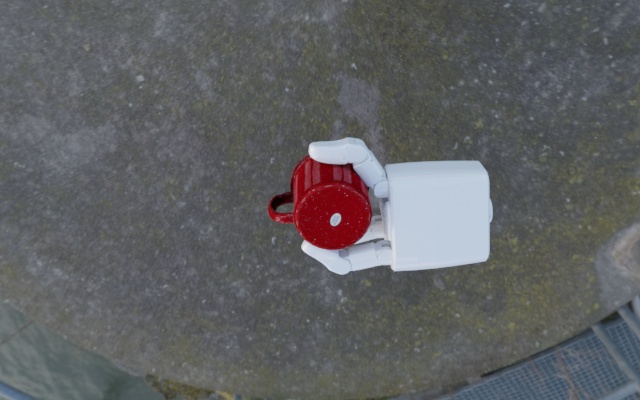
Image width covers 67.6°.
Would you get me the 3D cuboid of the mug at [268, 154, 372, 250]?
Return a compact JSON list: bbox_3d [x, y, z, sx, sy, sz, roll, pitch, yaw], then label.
[{"bbox_3d":[-0.001,0.002,0.522,0.117,0.093,0.081,-6,27,2],"label":"mug"}]
